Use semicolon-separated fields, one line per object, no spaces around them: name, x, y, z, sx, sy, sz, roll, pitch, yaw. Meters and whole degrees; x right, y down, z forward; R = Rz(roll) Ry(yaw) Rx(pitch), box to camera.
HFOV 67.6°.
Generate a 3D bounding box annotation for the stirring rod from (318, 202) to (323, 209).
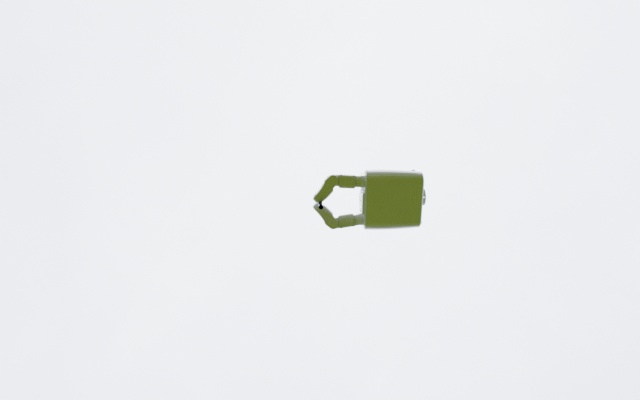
stirring rod;0.000;0.003;0.893;0.011;0.011;0.239;0;4;0
